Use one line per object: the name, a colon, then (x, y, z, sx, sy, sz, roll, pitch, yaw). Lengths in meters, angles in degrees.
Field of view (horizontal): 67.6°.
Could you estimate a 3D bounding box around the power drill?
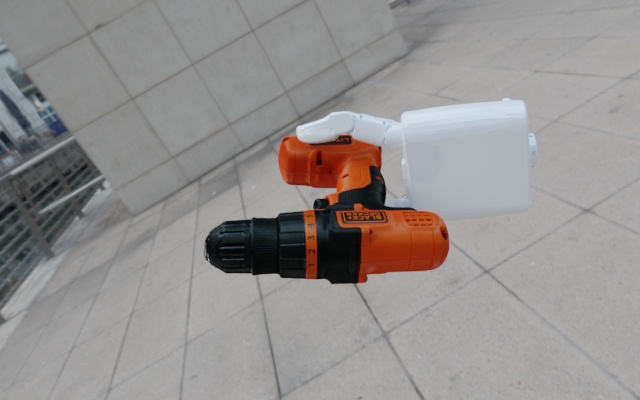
power drill: (0.000, 0.001, 0.423, 0.184, 0.057, 0.187, 0, 31, -5)
